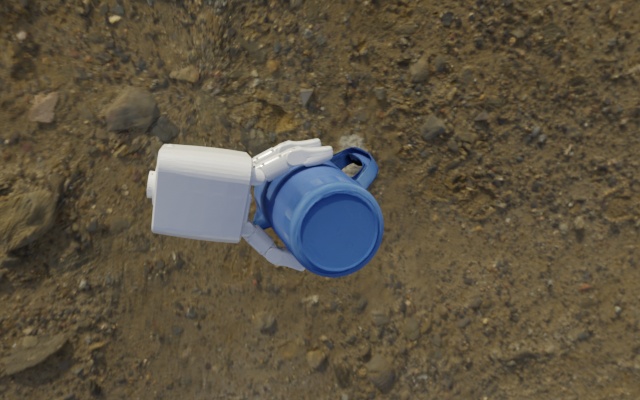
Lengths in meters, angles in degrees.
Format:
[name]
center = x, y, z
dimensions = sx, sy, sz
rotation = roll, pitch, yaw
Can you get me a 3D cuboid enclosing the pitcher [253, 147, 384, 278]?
[pitcher]
center = 0.000, 0.002, 0.620
dimensions = 0.145, 0.149, 0.242
rotation = 8, 10, -16
